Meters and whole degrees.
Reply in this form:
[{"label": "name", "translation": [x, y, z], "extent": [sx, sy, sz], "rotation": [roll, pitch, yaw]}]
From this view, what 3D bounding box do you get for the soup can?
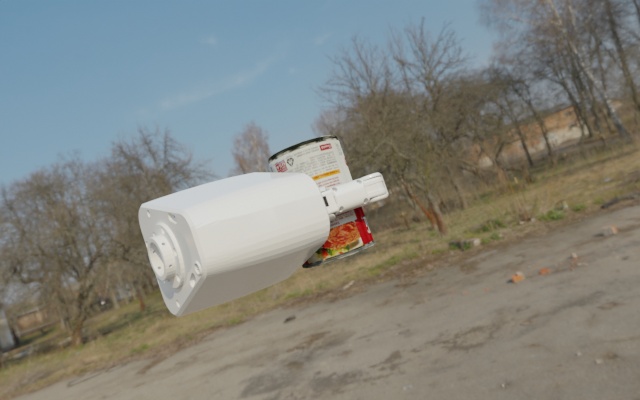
[{"label": "soup can", "translation": [0.000, 0.001, 0.425], "extent": [0.068, 0.102, 0.068], "rotation": [-19, -3, -1]}]
